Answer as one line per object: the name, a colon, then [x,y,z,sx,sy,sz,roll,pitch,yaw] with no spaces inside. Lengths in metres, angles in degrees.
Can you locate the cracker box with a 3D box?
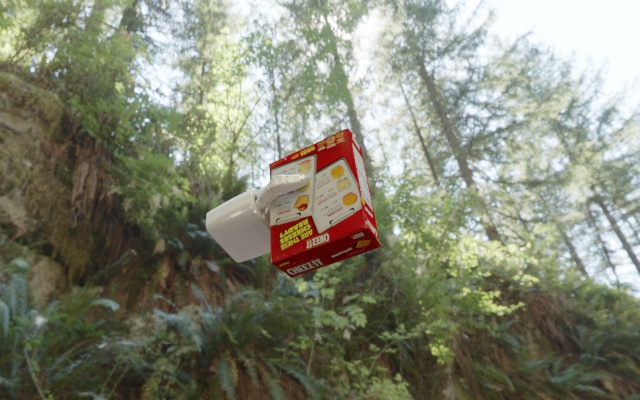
cracker box: [0.000,0.002,0.795,0.164,0.213,0.072,-22,-41,19]
